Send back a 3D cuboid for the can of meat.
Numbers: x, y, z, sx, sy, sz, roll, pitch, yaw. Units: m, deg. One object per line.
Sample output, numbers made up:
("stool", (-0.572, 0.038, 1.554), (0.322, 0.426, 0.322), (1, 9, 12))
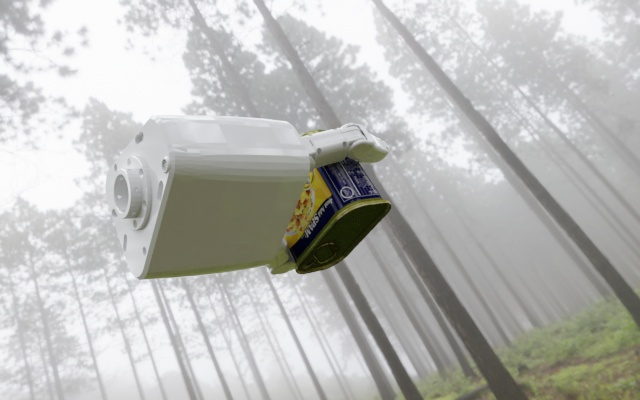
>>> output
("can of meat", (0.000, 0.001, 0.418), (0.057, 0.084, 0.102), (-6, -34, -40))
